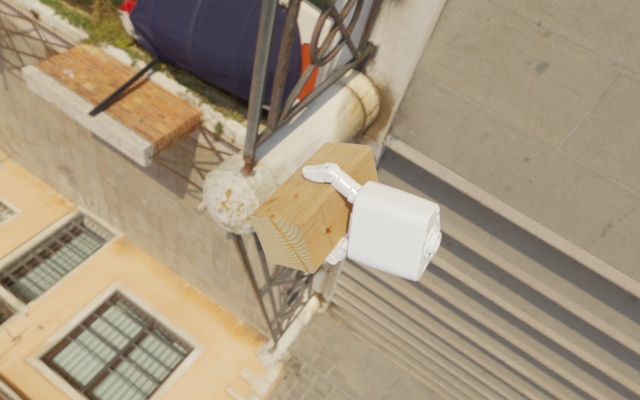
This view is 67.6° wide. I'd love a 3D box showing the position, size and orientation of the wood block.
[{"bbox_3d":[0.000,0.002,0.730,0.090,0.091,0.206,9,40,34],"label":"wood block"}]
